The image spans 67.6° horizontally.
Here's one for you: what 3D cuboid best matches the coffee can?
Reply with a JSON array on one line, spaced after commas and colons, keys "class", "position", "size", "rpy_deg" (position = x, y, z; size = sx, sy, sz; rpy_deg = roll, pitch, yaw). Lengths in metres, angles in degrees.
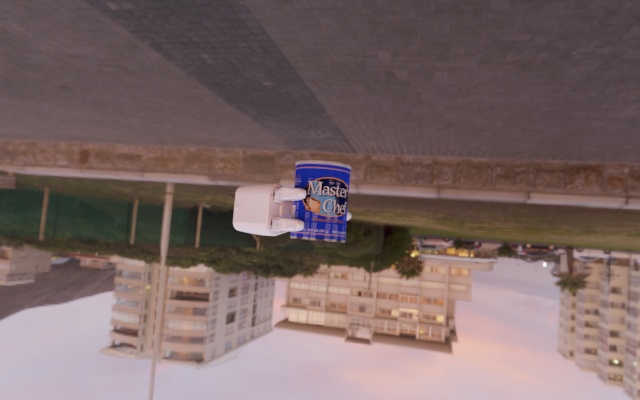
[{"class": "coffee can", "position": [0.000, 0.003, 0.874], "size": [0.103, 0.140, 0.103], "rpy_deg": [5, -4, 0]}]
